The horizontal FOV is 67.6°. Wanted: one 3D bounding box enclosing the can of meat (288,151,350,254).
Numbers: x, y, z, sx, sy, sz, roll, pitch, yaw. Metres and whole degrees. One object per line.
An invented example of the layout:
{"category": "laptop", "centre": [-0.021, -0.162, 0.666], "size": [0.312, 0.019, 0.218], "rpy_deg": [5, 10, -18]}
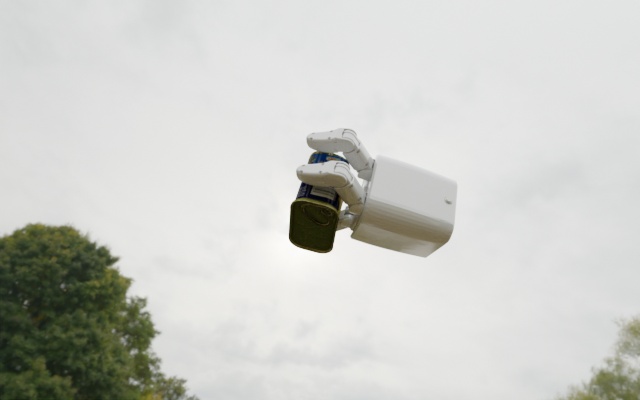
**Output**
{"category": "can of meat", "centre": [0.000, 0.002, 0.587], "size": [0.057, 0.084, 0.102], "rpy_deg": [14, -37, 5]}
